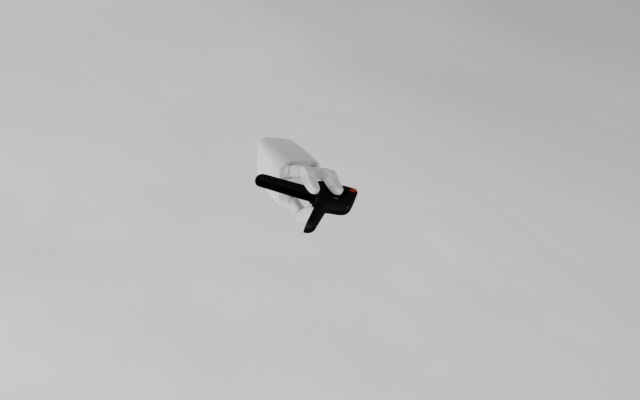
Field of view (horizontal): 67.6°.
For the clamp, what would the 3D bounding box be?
[{"bbox_3d":[0.000,0.003,0.896,0.210,0.036,0.164,0,36,-39],"label":"clamp"}]
